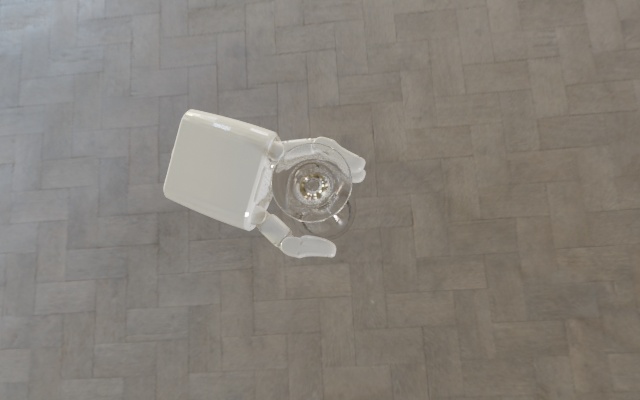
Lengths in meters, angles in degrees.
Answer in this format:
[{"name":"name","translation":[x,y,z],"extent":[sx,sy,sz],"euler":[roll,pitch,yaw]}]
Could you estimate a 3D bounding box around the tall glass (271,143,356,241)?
[{"name":"tall glass","translation":[0.000,0.002,0.528],"extent":[0.079,0.079,0.201],"euler":[0,-11,5]}]
